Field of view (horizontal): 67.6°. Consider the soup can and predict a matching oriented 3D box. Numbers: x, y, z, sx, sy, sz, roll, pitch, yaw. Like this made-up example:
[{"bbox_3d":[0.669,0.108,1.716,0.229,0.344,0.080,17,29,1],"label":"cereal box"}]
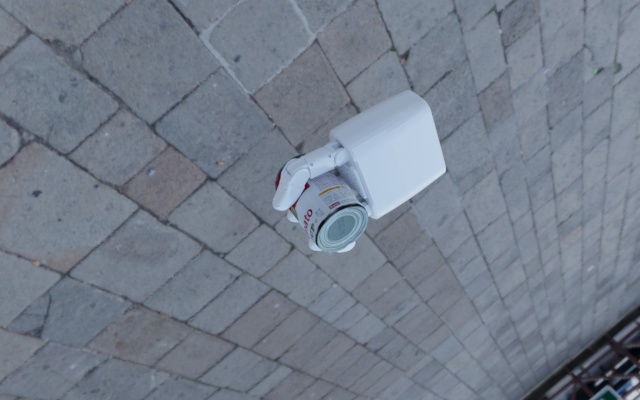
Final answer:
[{"bbox_3d":[0.000,0.002,0.544,0.068,0.068,0.102,0,37,-38],"label":"soup can"}]
